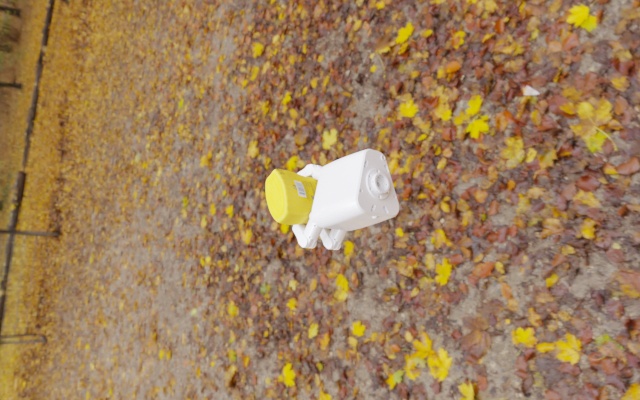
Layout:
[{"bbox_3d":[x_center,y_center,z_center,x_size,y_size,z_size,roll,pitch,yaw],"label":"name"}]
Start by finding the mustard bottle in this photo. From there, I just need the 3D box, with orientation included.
[{"bbox_3d":[0.000,0.003,0.842,0.191,0.096,0.058,9,-43,-37],"label":"mustard bottle"}]
